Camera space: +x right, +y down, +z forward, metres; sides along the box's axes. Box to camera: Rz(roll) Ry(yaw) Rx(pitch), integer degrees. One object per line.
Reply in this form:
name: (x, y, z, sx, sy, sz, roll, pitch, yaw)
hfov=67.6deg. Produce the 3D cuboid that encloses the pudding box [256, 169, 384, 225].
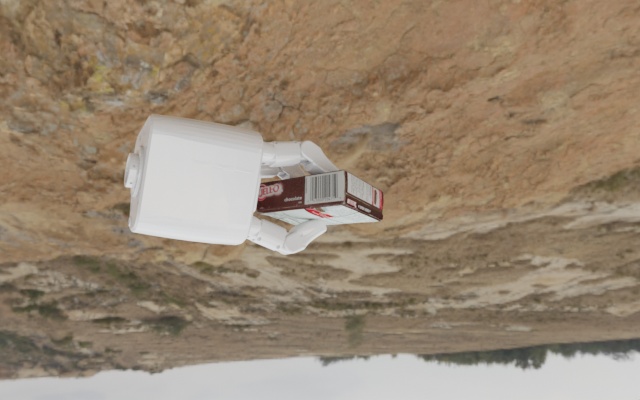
pudding box: (0.000, 0.002, 0.524, 0.113, 0.039, 0.090, -5, -15, 32)
